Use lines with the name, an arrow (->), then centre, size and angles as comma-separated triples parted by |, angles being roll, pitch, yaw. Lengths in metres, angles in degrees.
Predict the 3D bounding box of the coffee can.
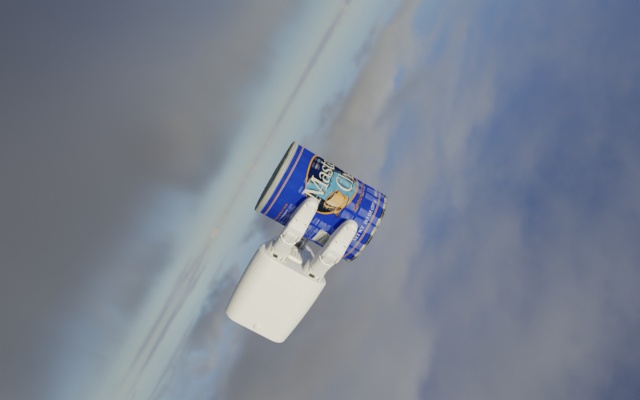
coffee can -> 0.000, 0.002, 0.623 | 0.140, 0.103, 0.103 | 30, -5, -9
